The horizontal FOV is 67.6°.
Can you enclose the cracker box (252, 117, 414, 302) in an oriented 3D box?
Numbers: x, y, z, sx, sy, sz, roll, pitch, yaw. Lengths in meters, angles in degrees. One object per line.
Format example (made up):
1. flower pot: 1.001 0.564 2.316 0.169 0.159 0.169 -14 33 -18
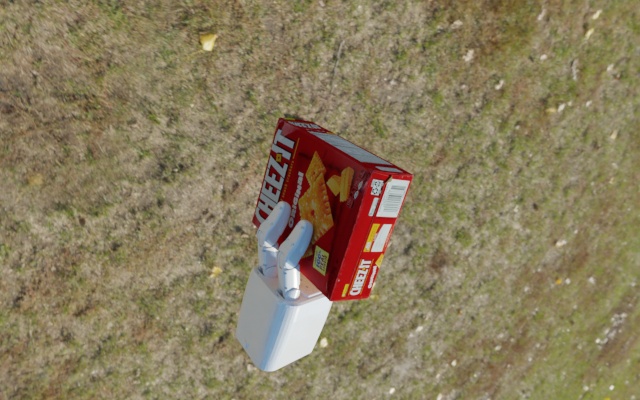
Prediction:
1. cracker box: 0.000 0.002 0.613 0.072 0.164 0.213 4 21 -38
